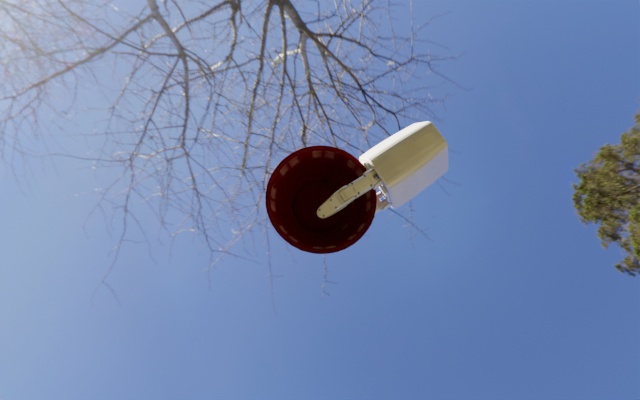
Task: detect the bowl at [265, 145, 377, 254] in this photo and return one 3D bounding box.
[{"bbox_3d":[-0.001,0.003,0.714,0.162,0.162,0.055,0,-13,-3],"label":"bowl"}]
